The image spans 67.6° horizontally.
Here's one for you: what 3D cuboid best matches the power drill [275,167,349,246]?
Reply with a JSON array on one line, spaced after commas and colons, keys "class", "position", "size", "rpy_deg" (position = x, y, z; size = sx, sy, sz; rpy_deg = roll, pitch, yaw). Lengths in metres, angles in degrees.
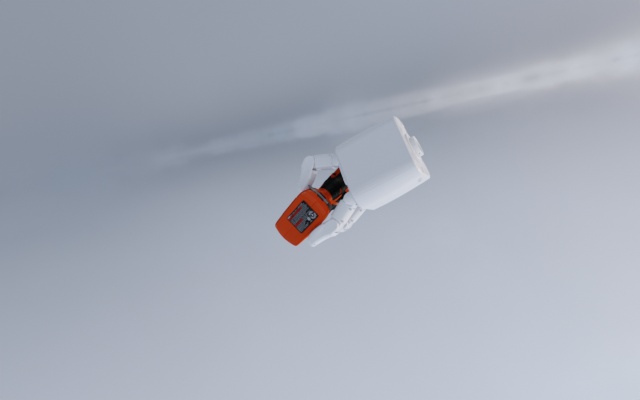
[{"class": "power drill", "position": [0.000, 0.003, 0.826], "size": [0.184, 0.057, 0.187], "rpy_deg": [-49, -4, 37]}]
